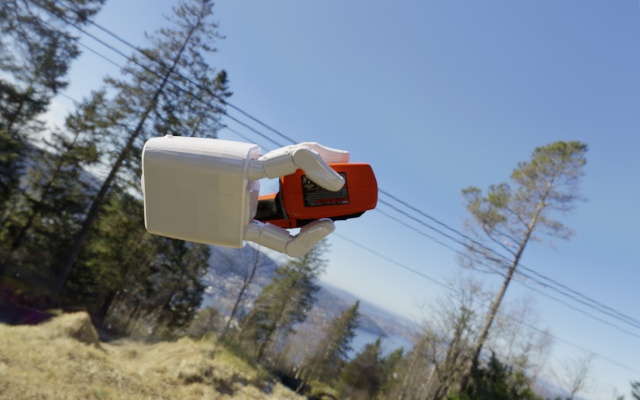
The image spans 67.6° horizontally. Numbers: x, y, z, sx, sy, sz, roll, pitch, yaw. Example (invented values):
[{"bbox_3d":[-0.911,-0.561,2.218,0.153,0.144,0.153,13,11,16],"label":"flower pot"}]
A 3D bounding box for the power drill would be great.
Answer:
[{"bbox_3d":[0.000,0.002,0.589,0.184,0.057,0.188,-7,-8,-19],"label":"power drill"}]
